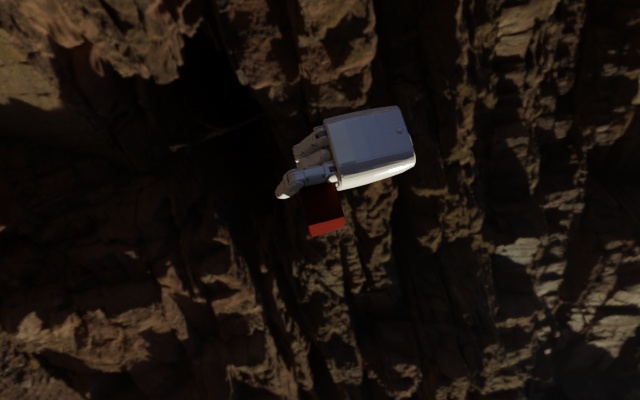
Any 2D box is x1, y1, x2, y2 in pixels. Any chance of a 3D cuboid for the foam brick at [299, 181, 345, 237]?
[{"bbox_3d":[0.000,0.002,0.660,0.051,0.078,0.053,-13,-19,-3],"label":"foam brick"}]
